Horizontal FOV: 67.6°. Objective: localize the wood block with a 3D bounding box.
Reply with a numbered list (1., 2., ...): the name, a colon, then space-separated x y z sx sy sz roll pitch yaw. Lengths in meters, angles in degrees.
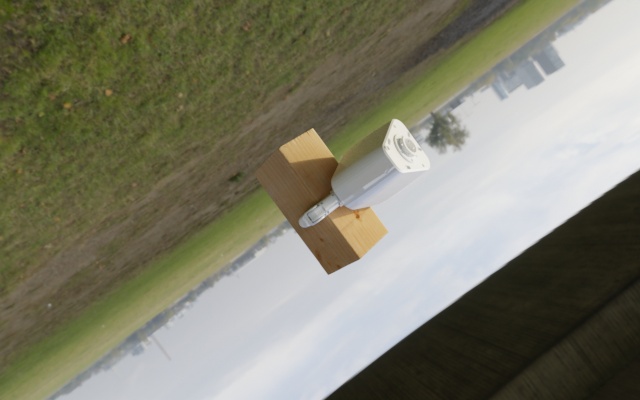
1. wood block: 0.000 0.003 0.768 0.090 0.206 0.090 -37 0 -41
